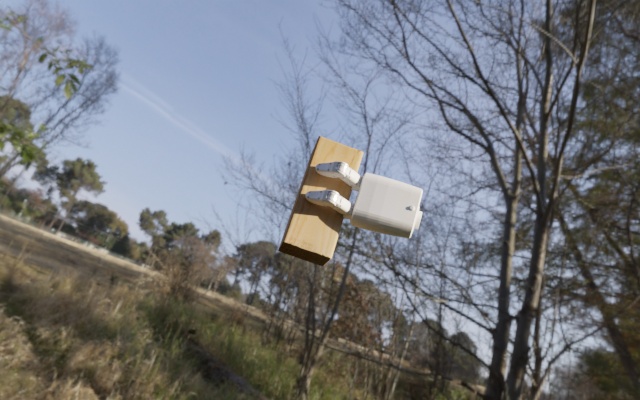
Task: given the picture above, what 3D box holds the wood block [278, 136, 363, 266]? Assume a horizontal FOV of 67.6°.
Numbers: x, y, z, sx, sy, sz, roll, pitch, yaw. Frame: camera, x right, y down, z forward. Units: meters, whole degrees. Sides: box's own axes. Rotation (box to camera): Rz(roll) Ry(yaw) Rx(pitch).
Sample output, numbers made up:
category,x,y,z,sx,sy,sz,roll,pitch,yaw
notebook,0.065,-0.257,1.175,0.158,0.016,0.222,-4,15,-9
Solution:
category,x,y,z,sx,sy,sz,roll,pitch,yaw
wood block,0.001,0.003,0.870,0.090,0.206,0.091,19,-19,-4
